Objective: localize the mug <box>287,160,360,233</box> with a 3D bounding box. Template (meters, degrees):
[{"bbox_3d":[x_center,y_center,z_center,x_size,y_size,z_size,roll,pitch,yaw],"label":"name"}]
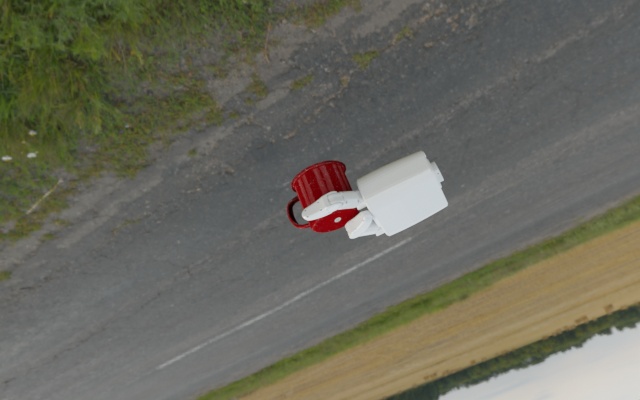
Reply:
[{"bbox_3d":[-0.001,0.003,0.745,0.117,0.081,0.093,-28,-25,13],"label":"mug"}]
